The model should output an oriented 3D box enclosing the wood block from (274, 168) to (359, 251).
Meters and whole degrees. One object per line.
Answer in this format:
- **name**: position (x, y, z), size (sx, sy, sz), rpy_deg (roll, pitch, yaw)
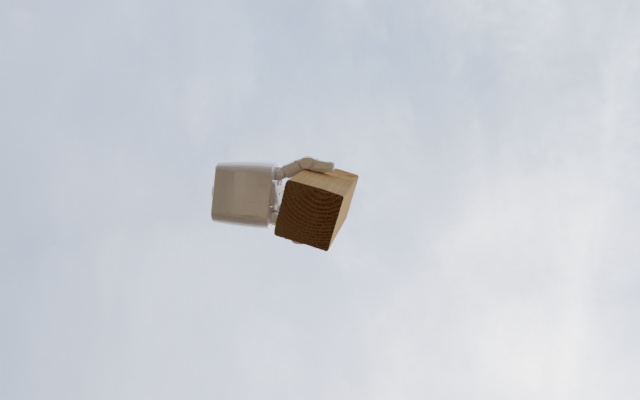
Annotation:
- **wood block**: position (0.000, 0.002, 0.800), size (0.090, 0.091, 0.206), rpy_deg (17, 14, 7)
